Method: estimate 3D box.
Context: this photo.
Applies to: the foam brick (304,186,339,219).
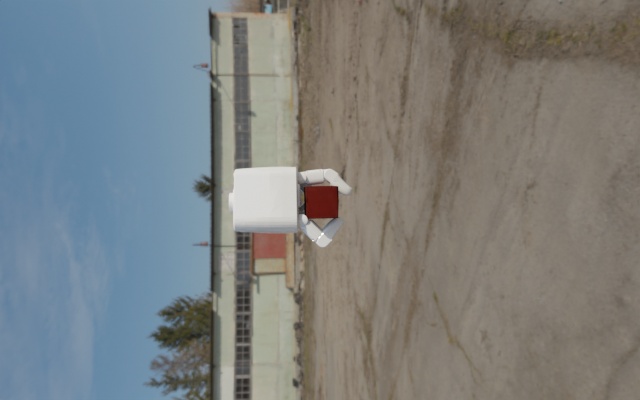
[{"bbox_3d":[0.000,0.002,0.793,0.051,0.053,0.078,-1,0,-5],"label":"foam brick"}]
